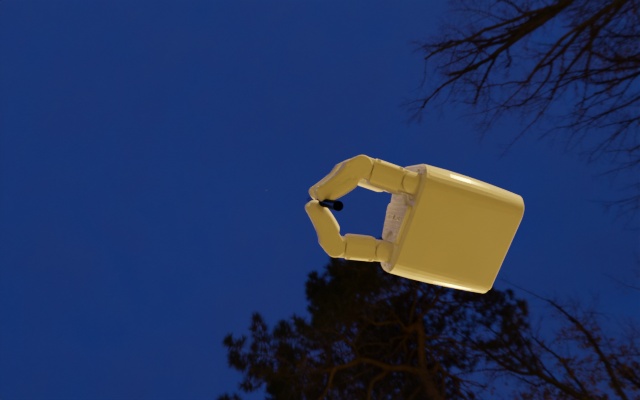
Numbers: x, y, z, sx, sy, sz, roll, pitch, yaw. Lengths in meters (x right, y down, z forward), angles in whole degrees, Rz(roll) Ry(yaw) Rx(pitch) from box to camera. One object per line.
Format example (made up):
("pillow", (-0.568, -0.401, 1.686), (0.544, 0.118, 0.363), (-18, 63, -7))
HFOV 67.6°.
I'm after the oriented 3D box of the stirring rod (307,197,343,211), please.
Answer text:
("stirring rod", (0.000, 0.002, 0.485), (0.011, 0.011, 0.239), (0, 1, -6))
